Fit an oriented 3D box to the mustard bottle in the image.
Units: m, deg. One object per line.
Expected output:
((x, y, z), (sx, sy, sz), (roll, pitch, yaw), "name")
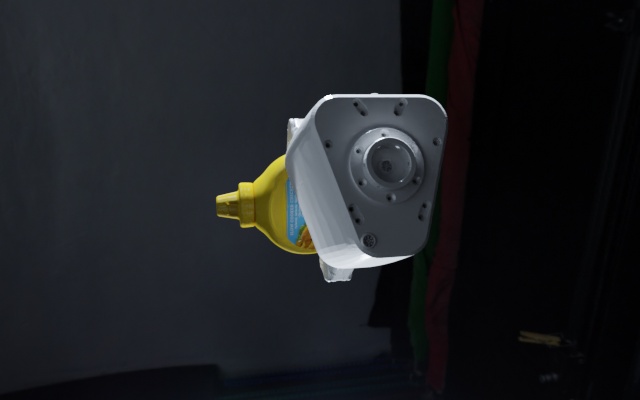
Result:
((0.000, 0.001, 0.450), (0.191, 0.096, 0.058), (-3, 15, -11), "mustard bottle")
